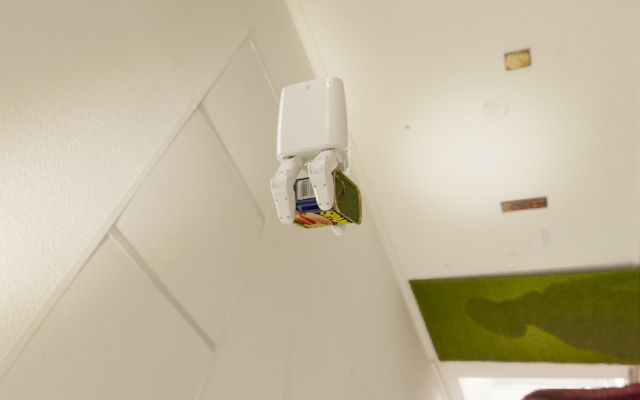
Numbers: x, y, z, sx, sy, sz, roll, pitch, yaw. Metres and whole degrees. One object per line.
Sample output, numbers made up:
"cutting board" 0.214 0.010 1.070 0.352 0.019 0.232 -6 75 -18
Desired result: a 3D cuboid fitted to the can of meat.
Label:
"can of meat" 0.000 0.002 0.644 0.084 0.057 0.102 -8 -19 22
